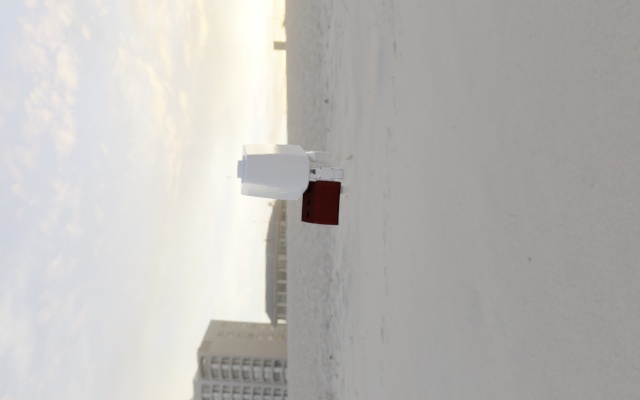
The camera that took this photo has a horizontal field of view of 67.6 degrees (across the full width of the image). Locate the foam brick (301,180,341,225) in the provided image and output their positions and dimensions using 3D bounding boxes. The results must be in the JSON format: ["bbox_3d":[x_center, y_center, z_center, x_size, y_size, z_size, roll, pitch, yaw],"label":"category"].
[{"bbox_3d":[0.000,0.003,0.846,0.051,0.078,0.053,2,2,-28],"label":"foam brick"}]
